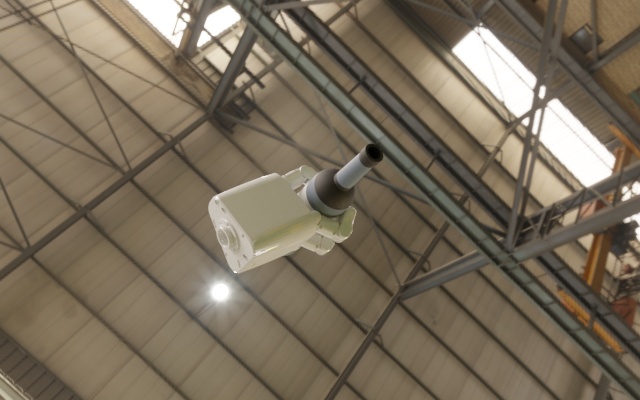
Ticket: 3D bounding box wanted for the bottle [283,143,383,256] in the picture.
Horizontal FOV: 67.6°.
[{"bbox_3d":[0.000,0.002,0.712,0.069,0.069,0.296,0,-25,-30],"label":"bottle"}]
